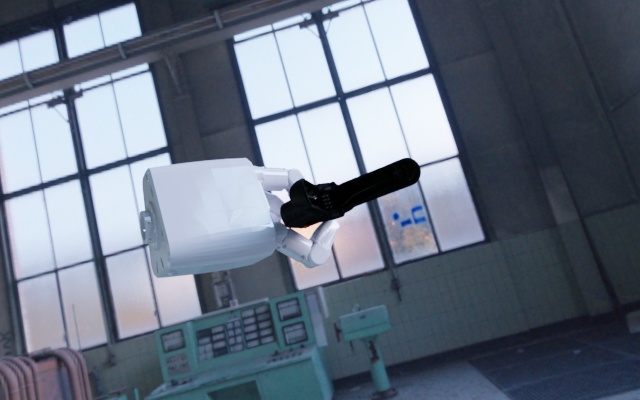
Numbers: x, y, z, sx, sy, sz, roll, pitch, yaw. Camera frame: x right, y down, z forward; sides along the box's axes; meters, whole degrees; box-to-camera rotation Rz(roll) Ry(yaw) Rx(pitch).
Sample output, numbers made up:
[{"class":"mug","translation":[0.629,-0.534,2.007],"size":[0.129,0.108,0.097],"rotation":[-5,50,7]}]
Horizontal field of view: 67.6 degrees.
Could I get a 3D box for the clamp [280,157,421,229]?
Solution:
[{"class":"clamp","translation":[0.000,0.001,0.452],"size":[0.120,0.039,0.171],"rotation":[-4,-15,-31]}]
